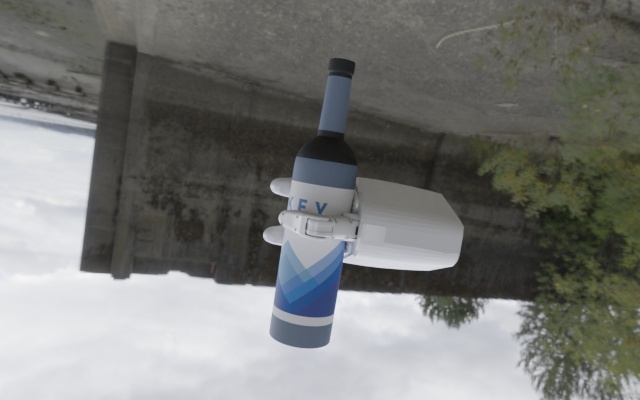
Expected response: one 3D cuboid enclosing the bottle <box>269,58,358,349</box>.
[{"bbox_3d":[0.000,0.002,0.503,0.069,0.296,0.069,9,5,-1],"label":"bottle"}]
